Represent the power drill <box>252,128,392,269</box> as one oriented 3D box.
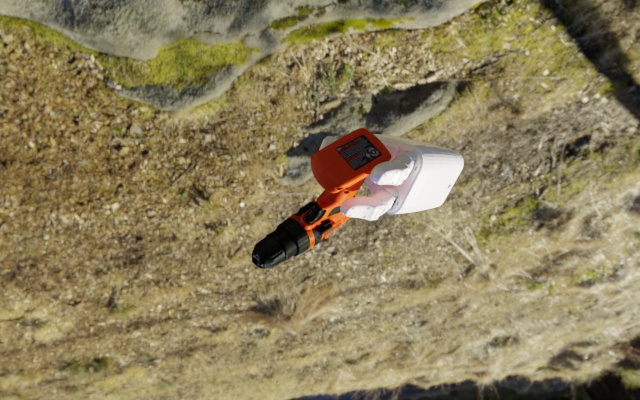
[{"bbox_3d":[0.000,0.002,0.610,0.184,0.057,0.188,-34,-14,-34],"label":"power drill"}]
